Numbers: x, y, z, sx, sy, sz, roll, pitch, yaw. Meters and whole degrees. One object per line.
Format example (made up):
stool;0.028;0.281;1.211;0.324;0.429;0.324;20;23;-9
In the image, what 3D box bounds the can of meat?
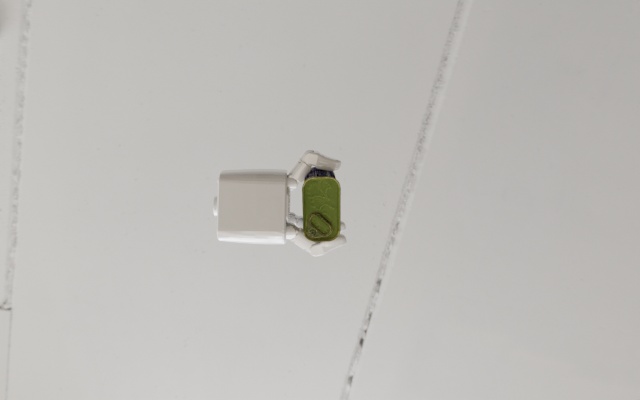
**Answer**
can of meat;0.000;0.002;0.749;0.057;0.102;0.084;-1;17;-2
